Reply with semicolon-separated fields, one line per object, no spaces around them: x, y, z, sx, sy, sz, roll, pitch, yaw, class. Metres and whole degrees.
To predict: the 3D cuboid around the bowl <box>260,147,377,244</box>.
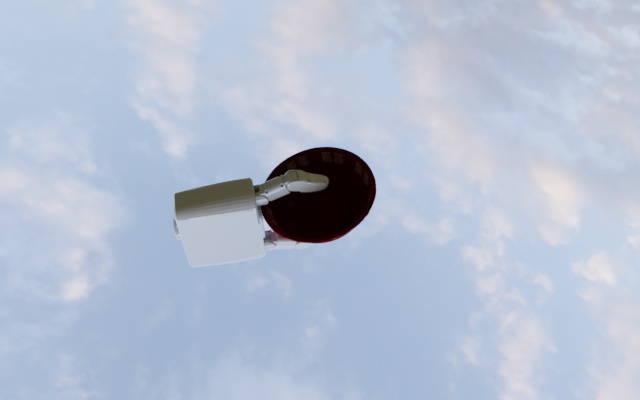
0.002;0.002;0.670;0.162;0.162;0.055;0;-35;14;bowl
